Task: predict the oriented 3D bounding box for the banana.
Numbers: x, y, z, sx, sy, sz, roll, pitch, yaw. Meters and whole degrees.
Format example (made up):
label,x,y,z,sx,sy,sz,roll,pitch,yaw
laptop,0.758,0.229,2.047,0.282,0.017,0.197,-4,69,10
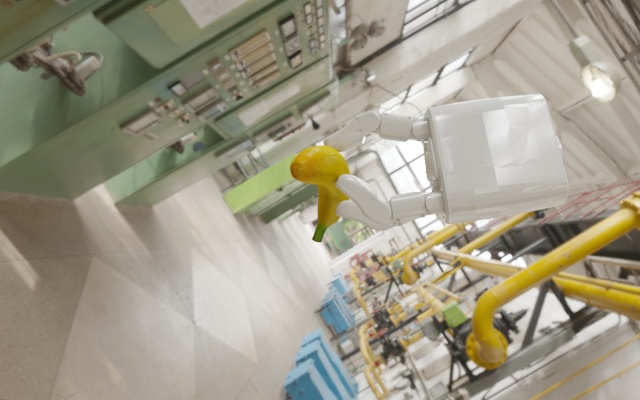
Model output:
label,x,y,z,sx,sy,sz,roll,pitch,yaw
banana,0.006,-0.014,0.482,0.037,0.069,0.198,15,-20,13
